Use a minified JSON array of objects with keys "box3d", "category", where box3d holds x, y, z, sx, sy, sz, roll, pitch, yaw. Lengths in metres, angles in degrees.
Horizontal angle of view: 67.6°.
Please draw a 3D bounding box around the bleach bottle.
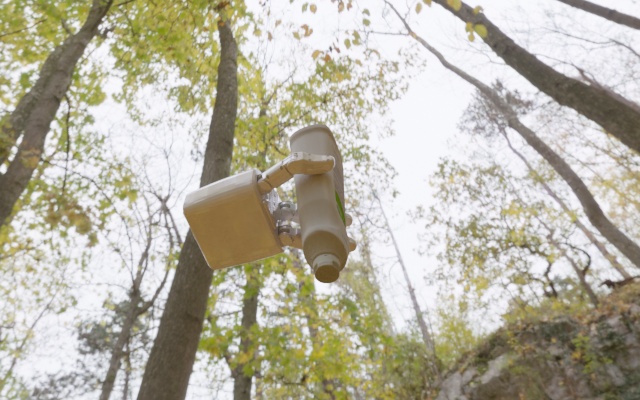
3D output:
[{"box3d":[0.000,0.002,0.624,0.068,0.103,0.250,-17,35,10],"category":"bleach bottle"}]
